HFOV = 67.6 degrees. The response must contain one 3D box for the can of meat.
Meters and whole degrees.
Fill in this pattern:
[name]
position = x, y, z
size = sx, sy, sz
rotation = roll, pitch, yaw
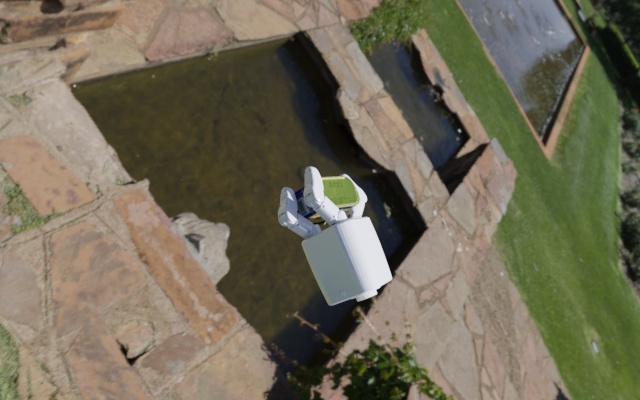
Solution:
[can of meat]
position = 0.000, 0.002, 0.754
size = 0.084, 0.057, 0.102
rotation = -29, -14, 38
